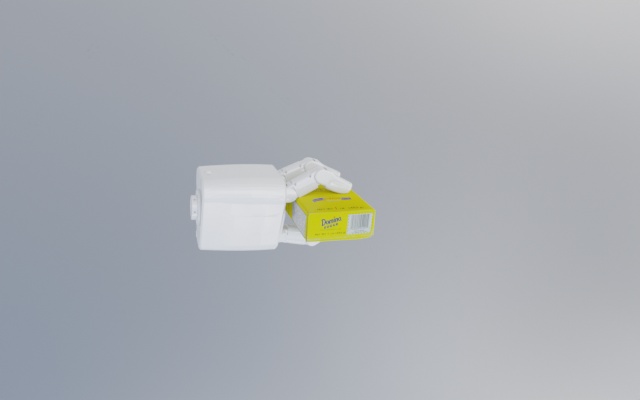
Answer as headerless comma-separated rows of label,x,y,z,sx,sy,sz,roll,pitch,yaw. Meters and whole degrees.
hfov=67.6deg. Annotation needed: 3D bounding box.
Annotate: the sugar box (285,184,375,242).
sugar box,0.000,0.002,0.673,0.093,0.048,0.176,-2,22,-19
